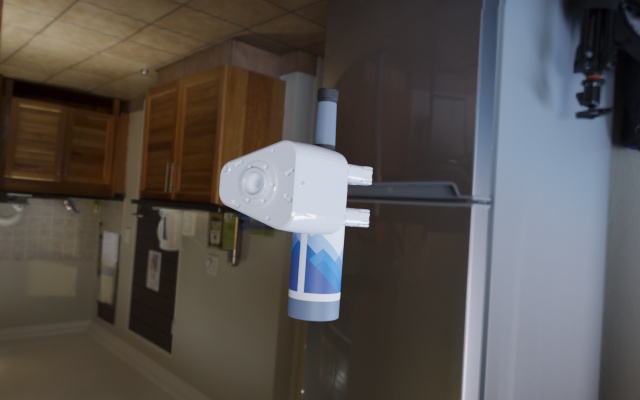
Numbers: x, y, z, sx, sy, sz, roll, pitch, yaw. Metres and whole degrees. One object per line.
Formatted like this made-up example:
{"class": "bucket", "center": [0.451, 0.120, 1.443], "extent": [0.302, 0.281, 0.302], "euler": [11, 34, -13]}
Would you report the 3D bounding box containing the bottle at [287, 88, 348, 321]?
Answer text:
{"class": "bottle", "center": [0.000, 0.002, 0.622], "extent": [0.069, 0.295, 0.069], "euler": [4, -2, 0]}
